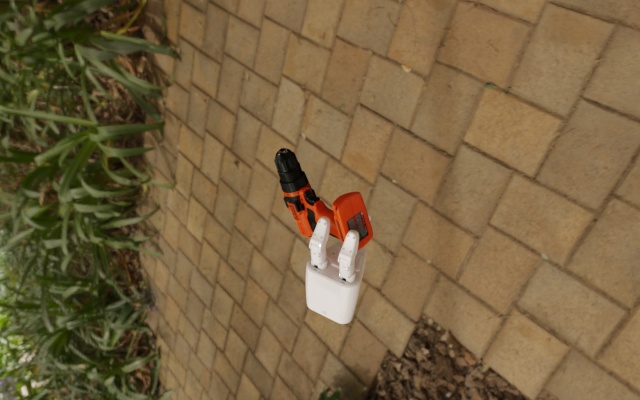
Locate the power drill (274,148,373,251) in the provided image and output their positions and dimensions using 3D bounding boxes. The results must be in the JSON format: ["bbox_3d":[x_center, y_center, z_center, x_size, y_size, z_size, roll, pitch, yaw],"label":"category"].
[{"bbox_3d":[0.000,0.003,0.829,0.057,0.184,0.187,-35,33,-23],"label":"power drill"}]
